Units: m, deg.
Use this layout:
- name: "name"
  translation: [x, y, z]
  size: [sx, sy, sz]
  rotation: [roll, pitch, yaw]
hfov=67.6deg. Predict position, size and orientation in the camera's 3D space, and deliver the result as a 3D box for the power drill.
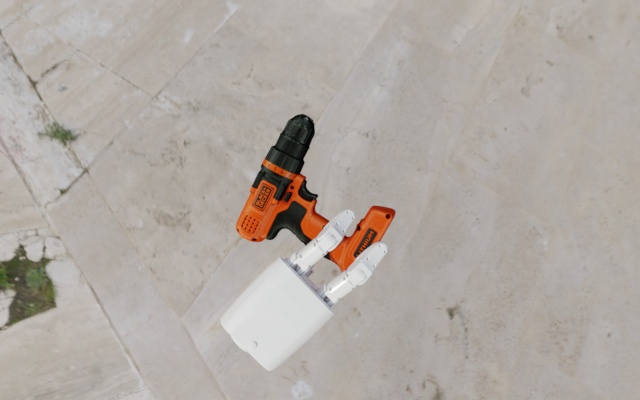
- name: "power drill"
  translation: [0.000, 0.003, 0.630]
  size: [0.187, 0.184, 0.057]
  rotation: [29, 11, 9]
